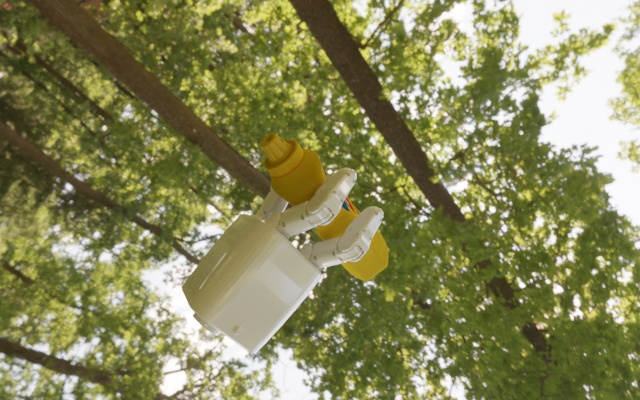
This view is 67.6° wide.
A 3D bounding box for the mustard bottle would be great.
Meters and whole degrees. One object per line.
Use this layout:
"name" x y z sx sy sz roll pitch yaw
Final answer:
"mustard bottle" 0.000 0.002 0.515 0.058 0.192 0.096 -37 34 7
